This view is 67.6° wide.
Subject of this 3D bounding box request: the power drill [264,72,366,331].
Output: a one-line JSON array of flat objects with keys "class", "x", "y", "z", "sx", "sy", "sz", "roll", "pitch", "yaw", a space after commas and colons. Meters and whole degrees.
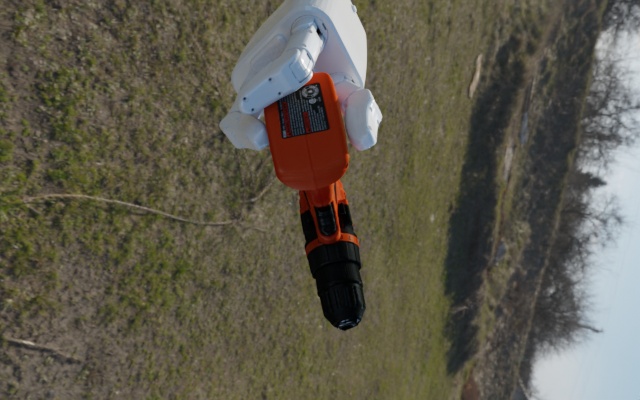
[{"class": "power drill", "x": 0.000, "y": 0.001, "z": 0.414, "sx": 0.057, "sy": 0.184, "sz": 0.188, "roll": -12, "pitch": -33, "yaw": -1}]
